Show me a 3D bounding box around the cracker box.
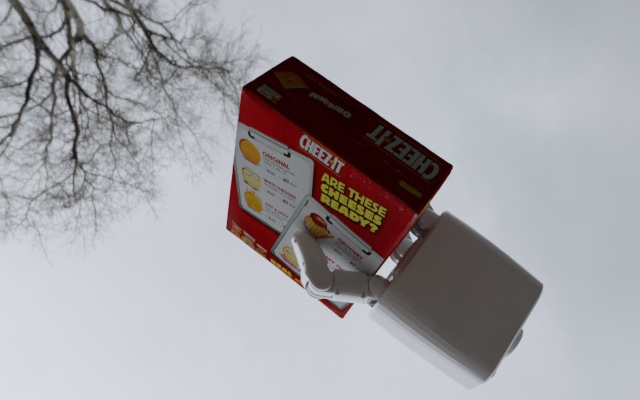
[{"bbox_3d":[0.000,0.002,0.444,0.164,0.072,0.214,36,-35,11],"label":"cracker box"}]
